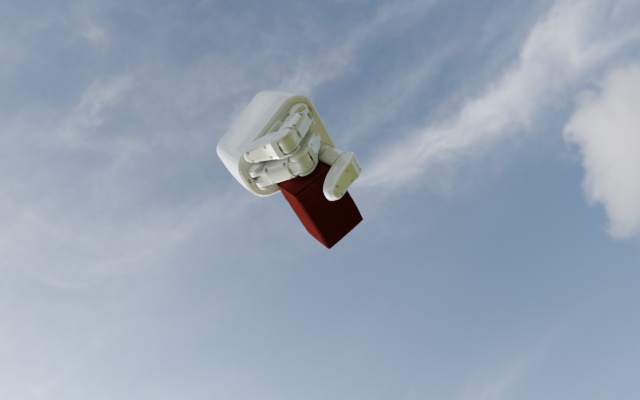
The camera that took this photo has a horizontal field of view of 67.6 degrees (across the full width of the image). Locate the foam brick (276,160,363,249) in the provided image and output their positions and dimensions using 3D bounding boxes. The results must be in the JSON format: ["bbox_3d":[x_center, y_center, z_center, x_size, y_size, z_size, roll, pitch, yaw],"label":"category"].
[{"bbox_3d":[0.000,0.002,0.519,0.053,0.078,0.051,-38,30,-13],"label":"foam brick"}]
